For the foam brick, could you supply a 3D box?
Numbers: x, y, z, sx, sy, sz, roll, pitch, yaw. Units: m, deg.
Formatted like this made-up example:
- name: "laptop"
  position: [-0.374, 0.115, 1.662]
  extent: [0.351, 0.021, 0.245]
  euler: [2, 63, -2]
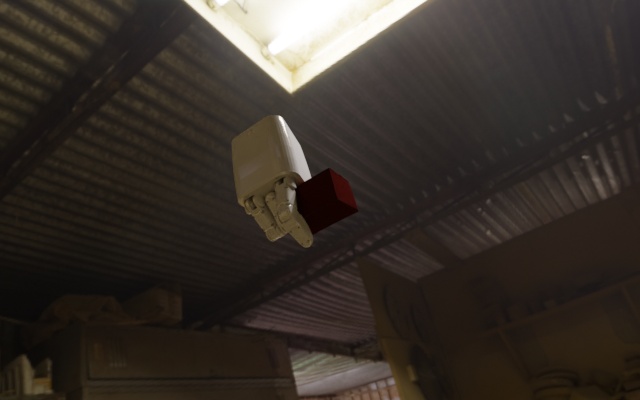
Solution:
- name: "foam brick"
  position: [0.000, 0.002, 0.637]
  extent: [0.078, 0.051, 0.053]
  euler: [-28, -34, 24]
